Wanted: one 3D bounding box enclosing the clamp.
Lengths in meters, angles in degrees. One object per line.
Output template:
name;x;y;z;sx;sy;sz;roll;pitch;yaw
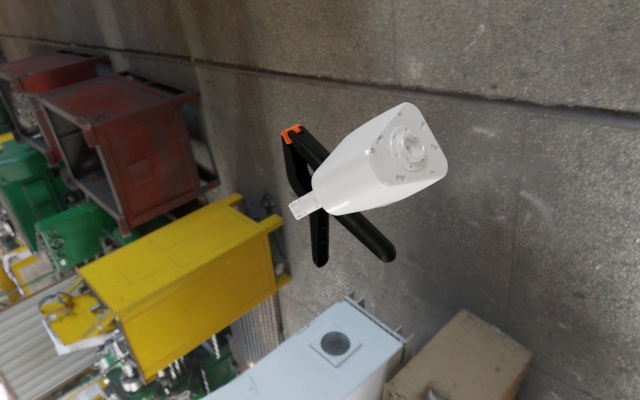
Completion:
clamp;-0.001;0.002;0.644;0.036;0.210;0.164;-30;2;-36
